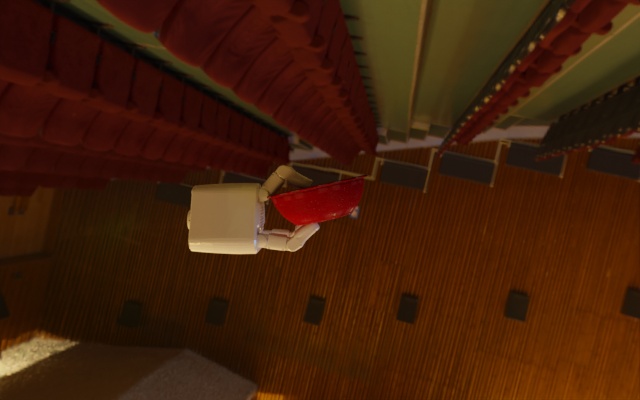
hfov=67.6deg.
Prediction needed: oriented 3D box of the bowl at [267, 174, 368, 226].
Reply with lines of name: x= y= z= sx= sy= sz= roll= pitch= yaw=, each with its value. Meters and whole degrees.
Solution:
bowl: x=0.001 y=0.003 z=0.747 sx=0.162 sy=0.055 sz=0.162 roll=-13 pitch=1 yaw=0
